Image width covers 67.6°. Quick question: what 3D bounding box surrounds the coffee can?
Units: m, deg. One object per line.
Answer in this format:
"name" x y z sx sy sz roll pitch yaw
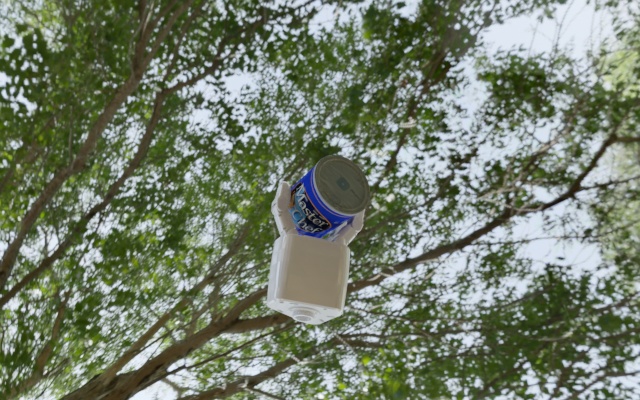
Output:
"coffee can" 0.000 0.002 0.788 0.103 0.102 0.140 0 -24 -34
